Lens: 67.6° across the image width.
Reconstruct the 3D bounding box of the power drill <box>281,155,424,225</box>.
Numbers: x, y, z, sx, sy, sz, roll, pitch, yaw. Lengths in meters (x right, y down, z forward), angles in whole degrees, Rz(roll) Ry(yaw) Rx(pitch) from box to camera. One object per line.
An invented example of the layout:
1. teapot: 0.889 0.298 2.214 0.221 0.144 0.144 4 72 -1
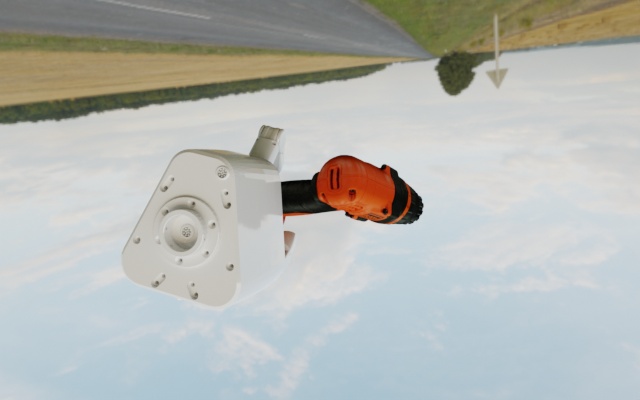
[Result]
1. power drill: 0.000 0.002 0.502 0.187 0.057 0.184 -8 -15 29
